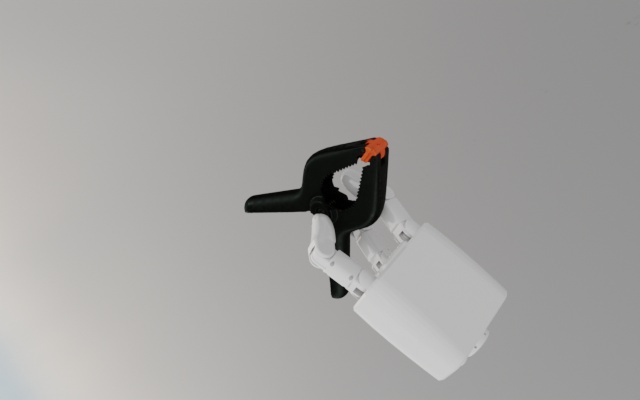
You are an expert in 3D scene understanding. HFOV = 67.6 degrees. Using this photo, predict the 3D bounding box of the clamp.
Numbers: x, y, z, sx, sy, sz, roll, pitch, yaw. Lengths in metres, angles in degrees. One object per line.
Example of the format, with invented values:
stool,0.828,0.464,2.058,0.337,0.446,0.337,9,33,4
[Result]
clamp,0.000,0.002,0.517,0.164,0.210,0.036,38,44,10
